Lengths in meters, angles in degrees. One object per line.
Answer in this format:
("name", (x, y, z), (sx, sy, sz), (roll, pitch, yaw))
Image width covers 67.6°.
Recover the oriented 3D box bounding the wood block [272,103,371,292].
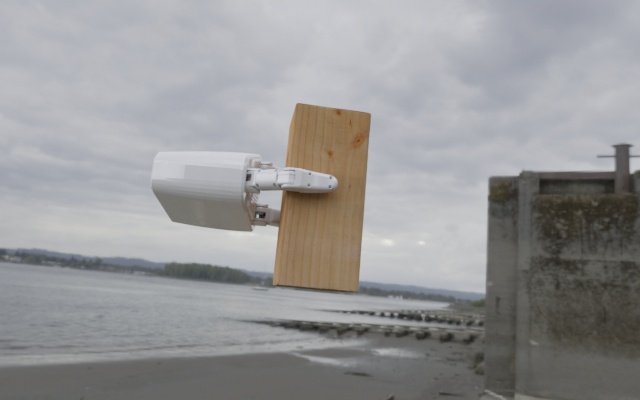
("wood block", (0.000, 0.002, 0.570), (0.090, 0.206, 0.091), (7, -11, -8))
